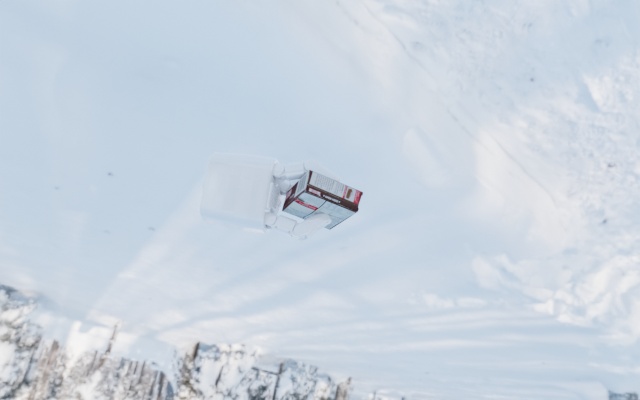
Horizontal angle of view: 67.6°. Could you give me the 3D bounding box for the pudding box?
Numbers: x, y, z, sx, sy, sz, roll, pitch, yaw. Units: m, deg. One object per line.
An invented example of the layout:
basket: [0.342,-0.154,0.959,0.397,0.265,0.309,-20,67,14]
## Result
pudding box: [0.000,0.003,0.736,0.090,0.039,0.113,21,-22,-15]
